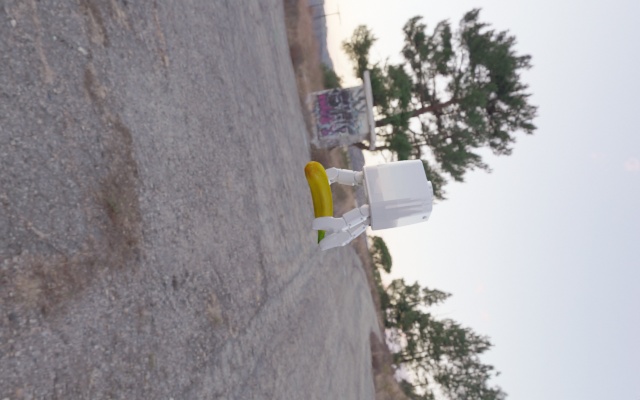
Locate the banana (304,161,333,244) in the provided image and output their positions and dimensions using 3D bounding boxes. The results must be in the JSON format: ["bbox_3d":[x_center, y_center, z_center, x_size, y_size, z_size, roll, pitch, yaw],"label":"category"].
[{"bbox_3d":[0.000,-0.009,0.827,0.037,0.069,0.198,-6,-43,4],"label":"banana"}]
